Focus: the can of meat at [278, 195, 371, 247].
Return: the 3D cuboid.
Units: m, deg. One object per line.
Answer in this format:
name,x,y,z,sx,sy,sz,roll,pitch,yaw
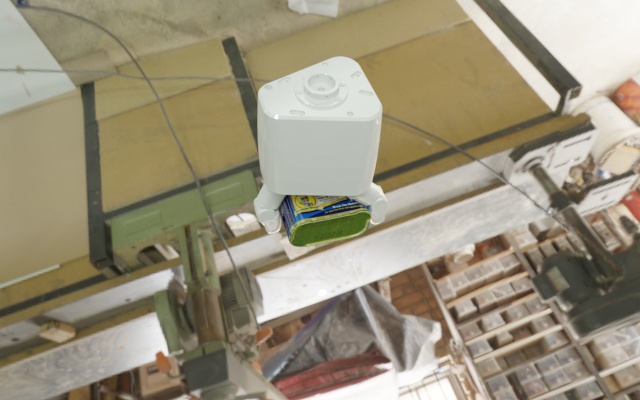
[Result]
can of meat,0.000,0.002,0.559,0.102,0.084,0.057,-11,-36,-15
